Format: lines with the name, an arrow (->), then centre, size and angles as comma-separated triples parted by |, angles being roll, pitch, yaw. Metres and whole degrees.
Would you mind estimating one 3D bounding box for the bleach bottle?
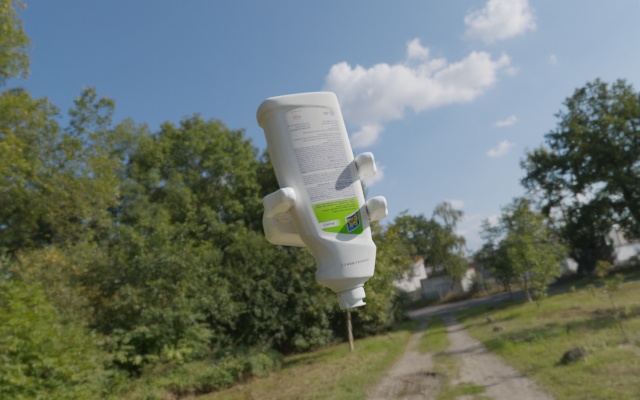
bleach bottle -> 0.000, 0.002, 0.558 | 0.102, 0.250, 0.068 | -10, -11, -17
